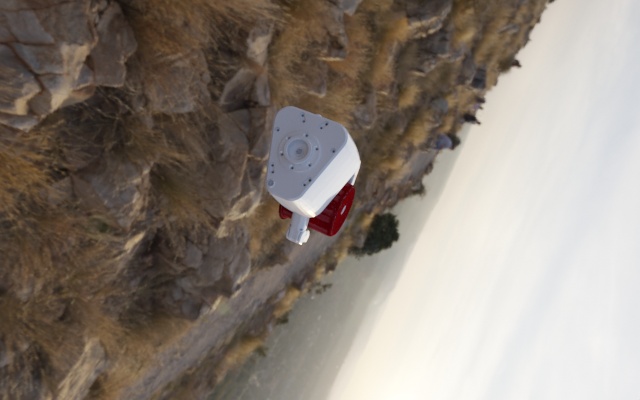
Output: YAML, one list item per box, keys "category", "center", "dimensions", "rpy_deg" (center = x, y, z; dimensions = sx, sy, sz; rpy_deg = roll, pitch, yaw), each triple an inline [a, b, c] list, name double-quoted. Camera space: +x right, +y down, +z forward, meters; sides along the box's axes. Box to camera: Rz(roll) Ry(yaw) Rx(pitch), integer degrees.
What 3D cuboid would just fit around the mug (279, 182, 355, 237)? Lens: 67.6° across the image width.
- category: "mug"
  center: [0.001, 0.003, 0.702]
  dimensions: [0.081, 0.093, 0.117]
  rpy_deg: [24, -3, 14]
